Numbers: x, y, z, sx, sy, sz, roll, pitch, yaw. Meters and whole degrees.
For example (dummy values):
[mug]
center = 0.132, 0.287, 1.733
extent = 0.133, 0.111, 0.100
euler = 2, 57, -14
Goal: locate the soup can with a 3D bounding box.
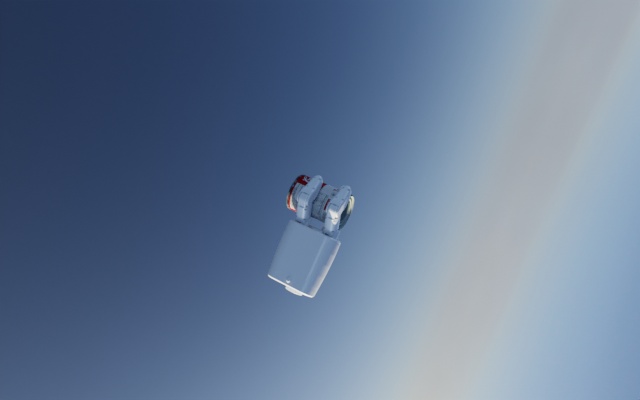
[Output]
[soup can]
center = 0.001, 0.002, 0.847
extent = 0.102, 0.068, 0.068
euler = 23, 8, 21
